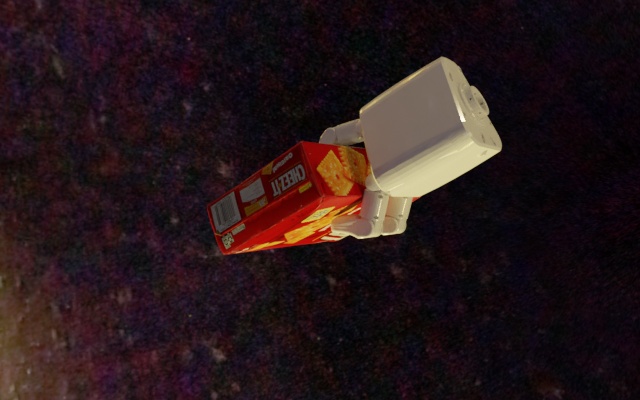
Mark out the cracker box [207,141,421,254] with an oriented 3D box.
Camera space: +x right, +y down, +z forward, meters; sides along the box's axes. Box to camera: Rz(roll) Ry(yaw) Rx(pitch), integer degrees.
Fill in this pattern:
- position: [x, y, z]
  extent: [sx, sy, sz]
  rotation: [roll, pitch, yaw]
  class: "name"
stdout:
- position: [0.000, 0.002, 0.581]
  extent: [0.164, 0.072, 0.214]
  rotation: [-30, -18, 35]
  class: "cracker box"
